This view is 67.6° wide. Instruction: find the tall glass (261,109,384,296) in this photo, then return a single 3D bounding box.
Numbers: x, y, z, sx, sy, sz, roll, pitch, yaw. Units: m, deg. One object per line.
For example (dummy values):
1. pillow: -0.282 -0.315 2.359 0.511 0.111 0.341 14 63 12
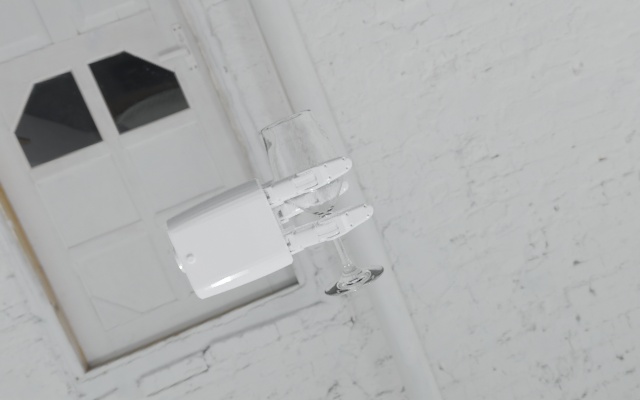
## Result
1. tall glass: 0.000 0.002 0.542 0.079 0.201 0.079 -23 6 2
